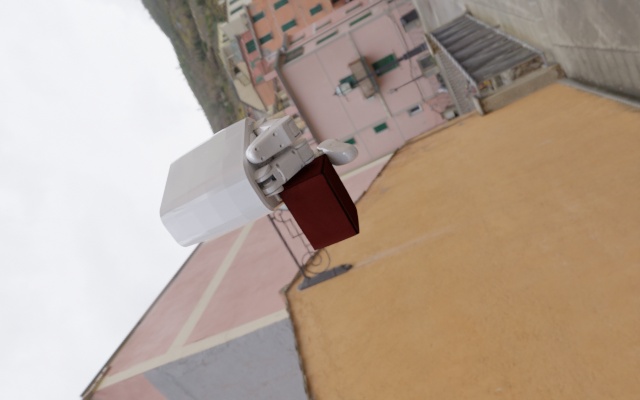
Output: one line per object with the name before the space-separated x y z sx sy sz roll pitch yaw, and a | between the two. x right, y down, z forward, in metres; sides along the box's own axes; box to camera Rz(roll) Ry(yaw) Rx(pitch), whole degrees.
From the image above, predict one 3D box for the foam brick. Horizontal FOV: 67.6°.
foam brick | 0.000 0.002 0.493 0.051 0.078 0.053 -25 22 14
